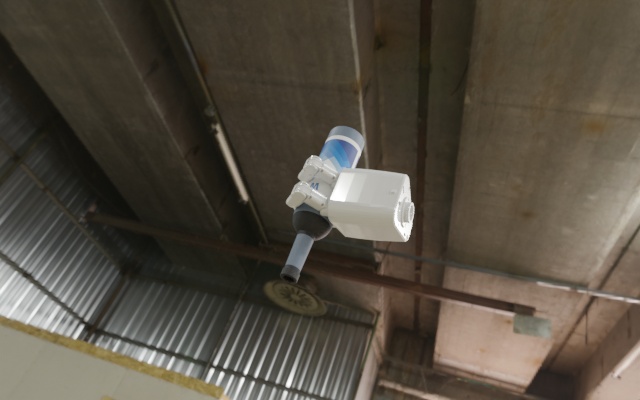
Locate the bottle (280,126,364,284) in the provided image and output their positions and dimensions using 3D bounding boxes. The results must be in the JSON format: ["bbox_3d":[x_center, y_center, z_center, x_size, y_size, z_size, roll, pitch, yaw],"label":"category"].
[{"bbox_3d":[0.000,0.002,0.787,0.069,0.295,0.069,16,-33,11],"label":"bottle"}]
